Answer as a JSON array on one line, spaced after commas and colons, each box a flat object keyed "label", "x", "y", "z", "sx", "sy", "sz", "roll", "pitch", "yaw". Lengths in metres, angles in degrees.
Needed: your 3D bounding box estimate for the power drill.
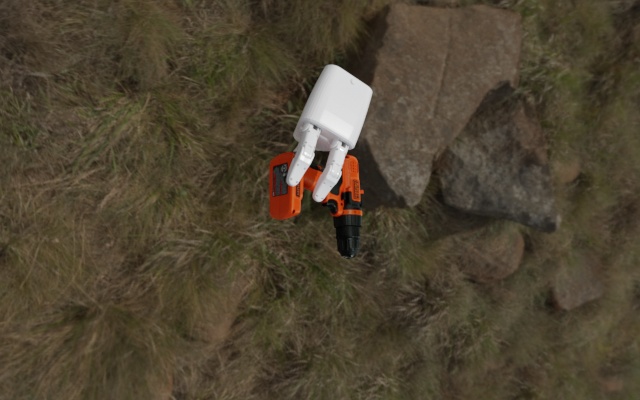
[{"label": "power drill", "x": 0.000, "y": 0.002, "z": 0.797, "sx": 0.057, "sy": 0.184, "sz": 0.188, "roll": -13, "pitch": -16, "yaw": 40}]
